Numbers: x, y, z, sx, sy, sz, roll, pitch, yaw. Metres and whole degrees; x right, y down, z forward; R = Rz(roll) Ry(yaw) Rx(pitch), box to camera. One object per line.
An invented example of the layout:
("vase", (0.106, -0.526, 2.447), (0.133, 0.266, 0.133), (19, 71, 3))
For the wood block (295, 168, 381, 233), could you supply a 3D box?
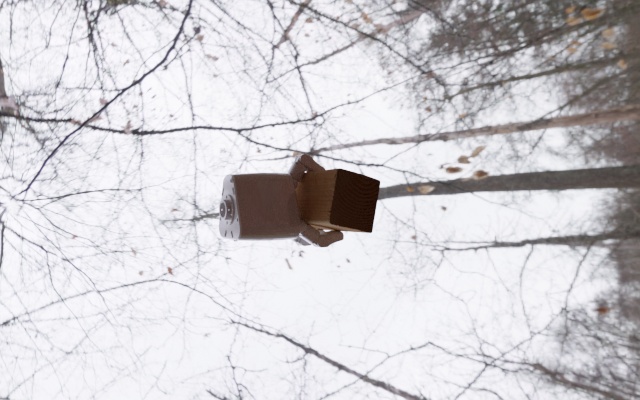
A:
("wood block", (0.000, 0.002, 0.836), (0.090, 0.091, 0.206), (14, -8, -32))
